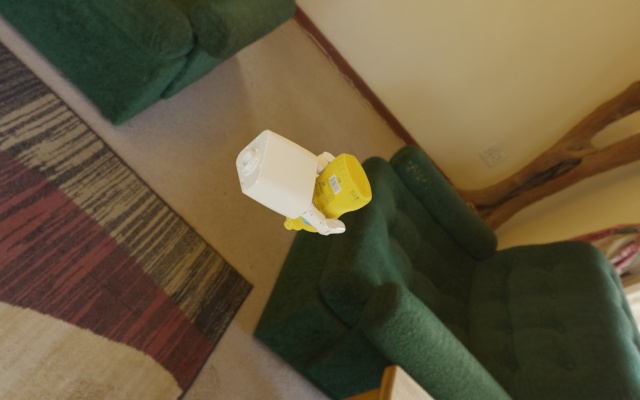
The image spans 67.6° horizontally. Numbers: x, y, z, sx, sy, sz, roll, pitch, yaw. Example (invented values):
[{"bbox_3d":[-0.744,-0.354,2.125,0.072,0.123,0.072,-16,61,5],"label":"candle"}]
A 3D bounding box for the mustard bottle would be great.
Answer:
[{"bbox_3d":[0.001,0.003,0.870,0.192,0.096,0.058,-35,-24,34],"label":"mustard bottle"}]
